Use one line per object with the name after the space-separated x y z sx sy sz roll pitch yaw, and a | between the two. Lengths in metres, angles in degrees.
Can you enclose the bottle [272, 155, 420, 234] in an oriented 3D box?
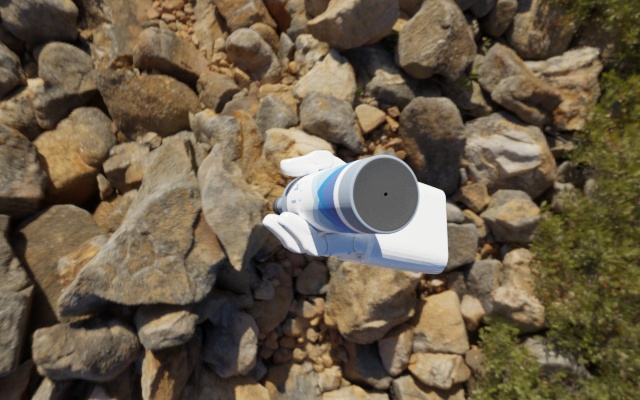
0.000 0.002 0.532 0.069 0.069 0.296 0 -3 -22 | bottle
